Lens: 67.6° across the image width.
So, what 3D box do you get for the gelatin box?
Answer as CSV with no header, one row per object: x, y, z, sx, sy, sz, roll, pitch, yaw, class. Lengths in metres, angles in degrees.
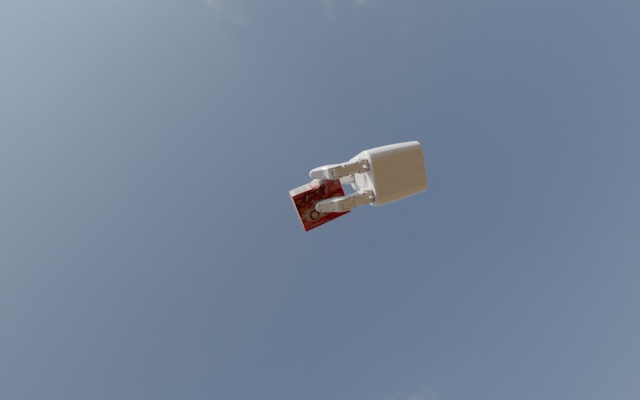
0.000,0.003,0.831,0.089,0.073,0.030,-23,26,-5,gelatin box
